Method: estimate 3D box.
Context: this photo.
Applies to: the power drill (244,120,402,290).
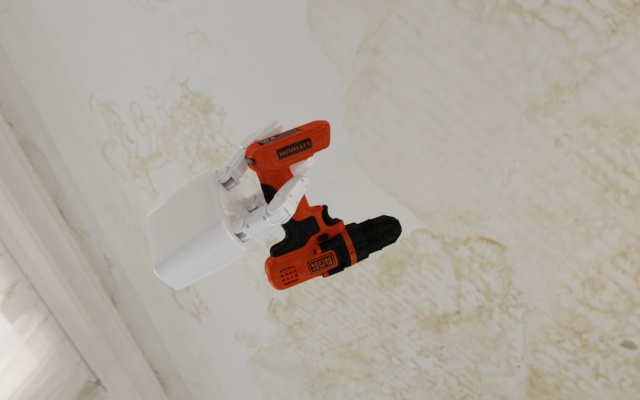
[{"bbox_3d":[0.000,0.002,0.585,0.184,0.188,0.057,-21,17,-12],"label":"power drill"}]
